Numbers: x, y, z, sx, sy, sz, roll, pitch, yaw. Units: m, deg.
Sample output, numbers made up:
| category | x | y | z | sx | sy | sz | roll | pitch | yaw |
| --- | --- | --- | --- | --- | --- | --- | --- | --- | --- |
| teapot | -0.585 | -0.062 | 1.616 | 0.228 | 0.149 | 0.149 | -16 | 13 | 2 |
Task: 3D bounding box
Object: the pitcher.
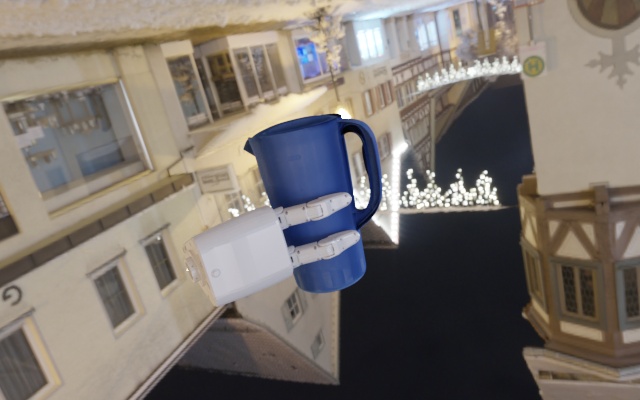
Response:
| category | x | y | z | sx | sy | sz | roll | pitch | yaw |
| --- | --- | --- | --- | --- | --- | --- | --- | --- | --- |
| pitcher | 0.000 | 0.002 | 0.678 | 0.145 | 0.243 | 0.149 | -21 | 17 | -25 |
